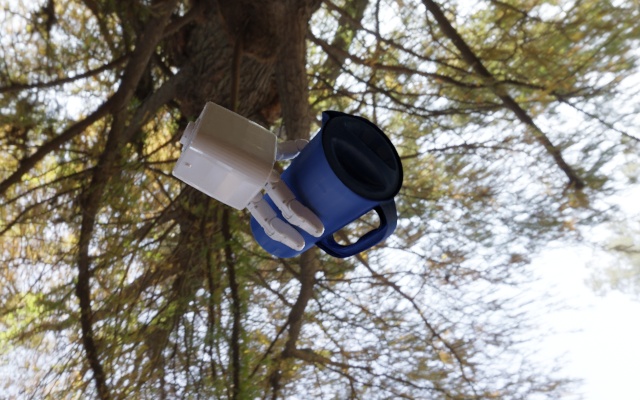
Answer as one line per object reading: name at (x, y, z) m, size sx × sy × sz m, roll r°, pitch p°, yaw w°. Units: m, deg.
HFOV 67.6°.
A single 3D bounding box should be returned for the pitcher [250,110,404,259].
pitcher at (0.000, 0.002, 0.693) m, size 0.145 × 0.149 × 0.243 m, roll 27°, pitch -40°, yaw -21°
